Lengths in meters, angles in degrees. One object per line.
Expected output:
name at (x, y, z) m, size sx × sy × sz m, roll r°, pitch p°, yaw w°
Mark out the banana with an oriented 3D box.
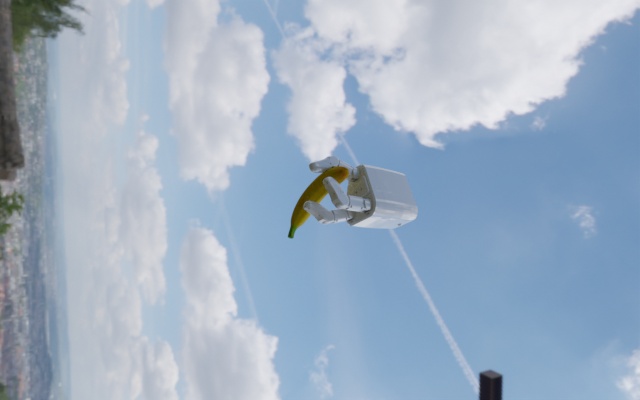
banana at (-0.005, -0.008, 0.907) m, size 0.037 × 0.069 × 0.198 m, roll 17°, pitch -51°, yaw -28°
